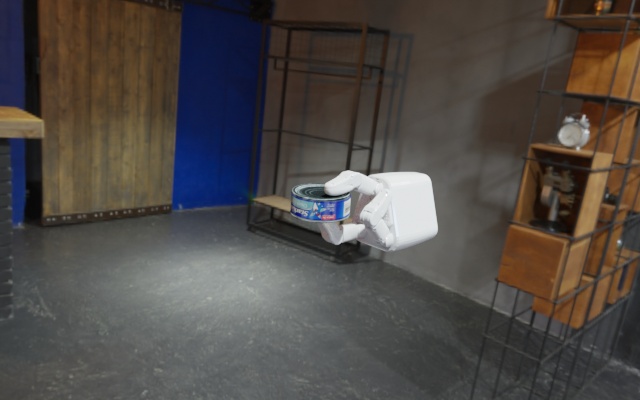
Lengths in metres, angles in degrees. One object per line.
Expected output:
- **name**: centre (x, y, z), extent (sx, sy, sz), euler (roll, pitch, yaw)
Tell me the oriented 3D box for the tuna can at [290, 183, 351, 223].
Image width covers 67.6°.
- **tuna can**: centre (0.000, 0.002, 0.676), extent (0.086, 0.034, 0.086), euler (3, 17, -1)
